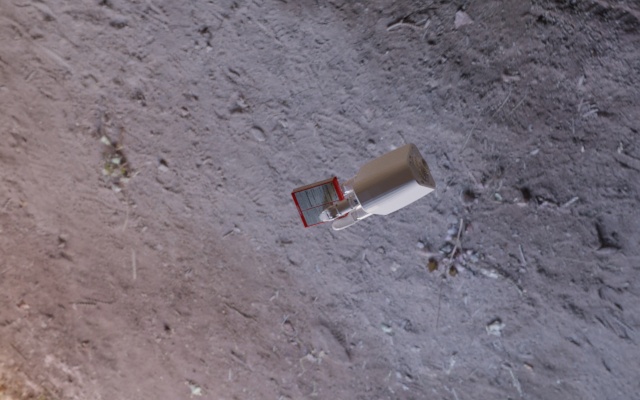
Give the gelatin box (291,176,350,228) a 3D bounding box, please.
[{"bbox_3d":[0.000,0.003,0.880,0.089,0.073,0.030,-17,17,17],"label":"gelatin box"}]
